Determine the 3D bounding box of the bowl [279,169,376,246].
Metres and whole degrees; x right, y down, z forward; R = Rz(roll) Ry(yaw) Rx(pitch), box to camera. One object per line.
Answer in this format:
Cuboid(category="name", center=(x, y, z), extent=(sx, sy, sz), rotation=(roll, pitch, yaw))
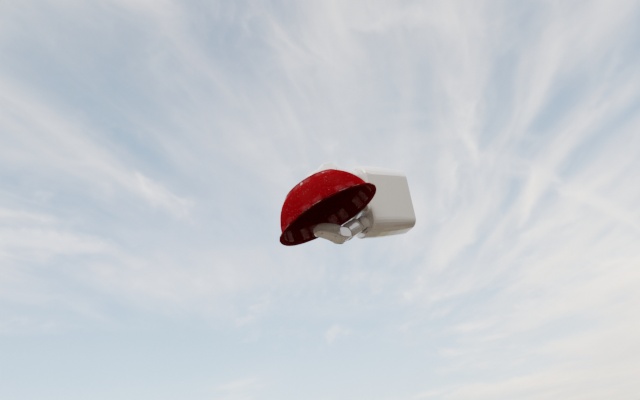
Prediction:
Cuboid(category="bowl", center=(-0.001, 0.002, 0.704), extent=(0.162, 0.055, 0.162), rotation=(-28, -18, -10))
